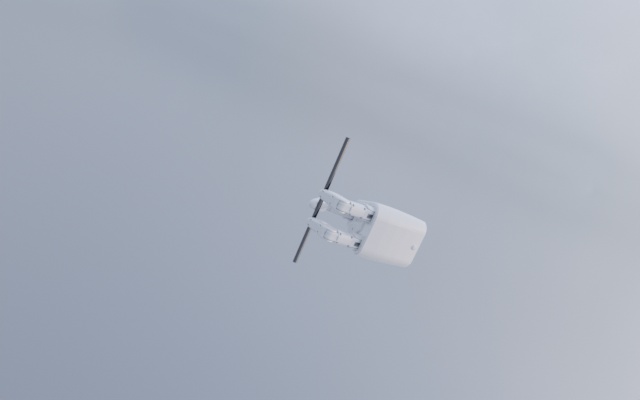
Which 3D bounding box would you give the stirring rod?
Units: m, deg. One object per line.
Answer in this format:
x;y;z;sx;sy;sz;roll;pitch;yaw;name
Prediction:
0.000;0.003;0.827;0.011;0.239;0.011;22;14;-6;stirring rod
